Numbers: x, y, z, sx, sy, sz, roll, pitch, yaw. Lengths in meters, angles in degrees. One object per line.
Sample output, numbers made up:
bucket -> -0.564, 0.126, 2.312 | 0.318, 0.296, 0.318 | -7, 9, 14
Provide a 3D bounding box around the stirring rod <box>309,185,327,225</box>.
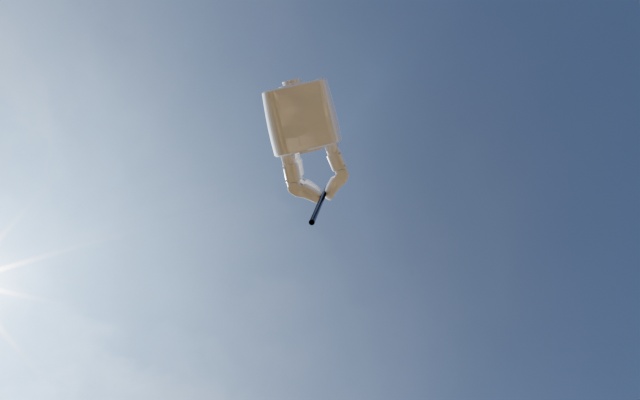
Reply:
stirring rod -> 0.000, 0.002, 0.742 | 0.011, 0.011, 0.239 | 0, 13, 6
